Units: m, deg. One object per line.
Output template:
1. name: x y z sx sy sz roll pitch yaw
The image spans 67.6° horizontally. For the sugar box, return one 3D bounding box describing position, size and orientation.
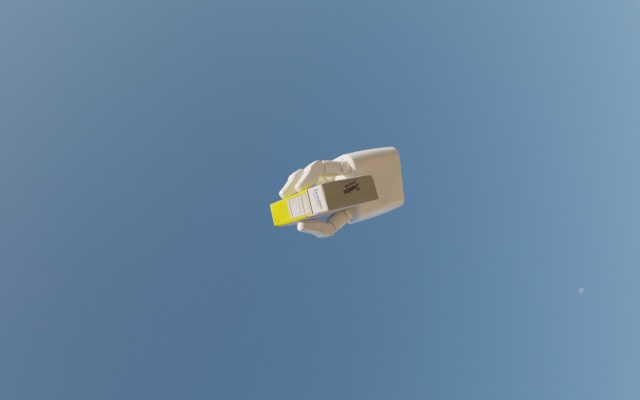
1. sugar box: 0.000 0.002 0.744 0.093 0.048 0.176 -12 -6 -32
